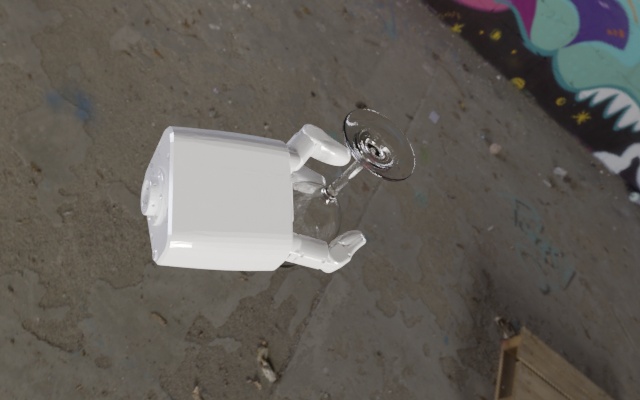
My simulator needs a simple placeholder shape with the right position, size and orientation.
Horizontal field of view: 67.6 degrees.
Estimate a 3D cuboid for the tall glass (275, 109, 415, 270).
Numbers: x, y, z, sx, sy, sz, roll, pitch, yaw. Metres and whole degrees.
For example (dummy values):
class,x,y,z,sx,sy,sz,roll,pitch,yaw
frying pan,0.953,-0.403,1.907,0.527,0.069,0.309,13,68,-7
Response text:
class,x,y,z,sx,sy,sz,roll,pitch,yaw
tall glass,0.001,0.001,0.472,0.079,0.079,0.201,0,-30,-35
